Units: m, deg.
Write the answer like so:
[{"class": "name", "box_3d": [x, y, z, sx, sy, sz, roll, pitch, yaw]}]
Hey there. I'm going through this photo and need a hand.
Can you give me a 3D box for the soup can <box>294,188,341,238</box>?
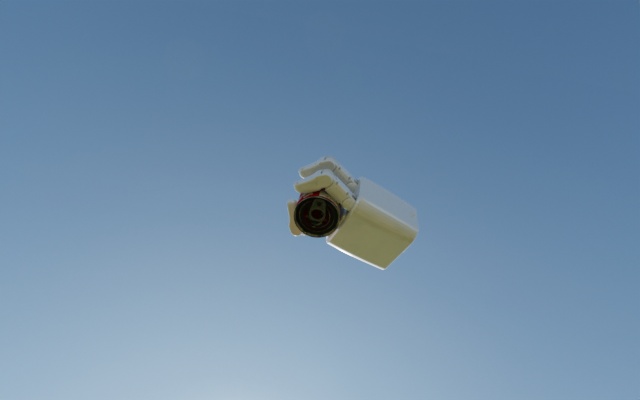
[{"class": "soup can", "box_3d": [0.000, 0.002, 0.737, 0.068, 0.068, 0.102, 0, 27, 8]}]
